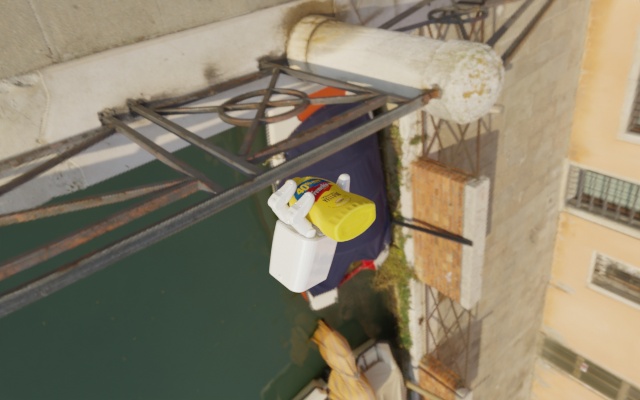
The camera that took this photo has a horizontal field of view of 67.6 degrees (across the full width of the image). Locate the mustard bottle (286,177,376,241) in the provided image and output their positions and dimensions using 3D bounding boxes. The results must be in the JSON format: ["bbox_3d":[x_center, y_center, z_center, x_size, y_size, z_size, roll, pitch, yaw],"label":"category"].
[{"bbox_3d":[0.000,0.003,0.846,0.096,0.058,0.191,-30,39,-29],"label":"mustard bottle"}]
